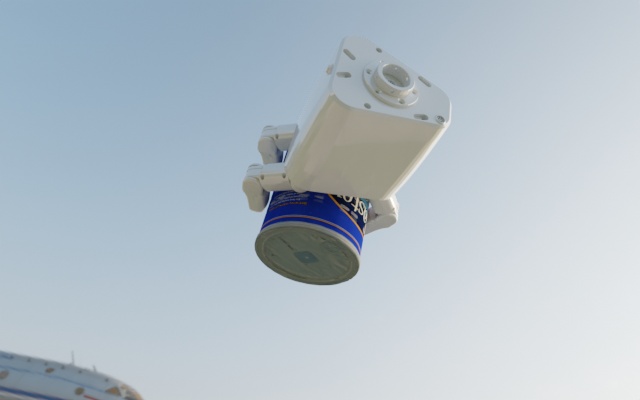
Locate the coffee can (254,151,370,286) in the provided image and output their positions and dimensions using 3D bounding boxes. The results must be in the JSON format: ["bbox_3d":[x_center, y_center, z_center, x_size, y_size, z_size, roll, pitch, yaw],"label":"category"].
[{"bbox_3d":[0.000,0.002,0.495,0.103,0.140,0.103,9,-37,7],"label":"coffee can"}]
